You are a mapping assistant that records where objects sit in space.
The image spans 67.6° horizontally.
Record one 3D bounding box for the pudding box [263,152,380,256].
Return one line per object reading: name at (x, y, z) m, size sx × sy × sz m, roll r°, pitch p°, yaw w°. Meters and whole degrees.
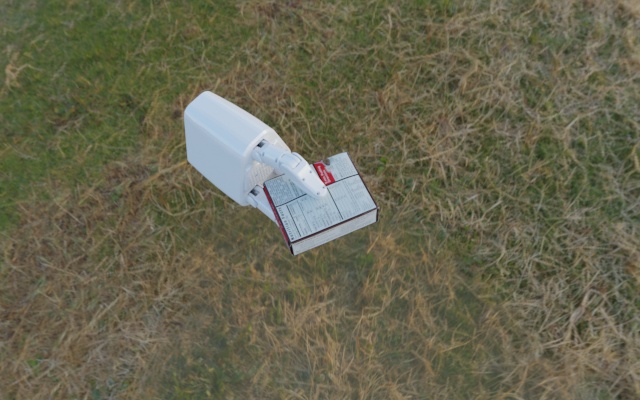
pudding box at (0.000, 0.002, 0.559) m, size 0.113 × 0.090 × 0.039 m, roll -22°, pitch -26°, yaw -8°
